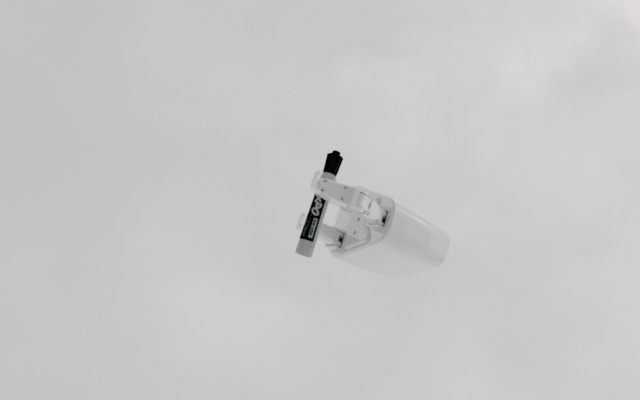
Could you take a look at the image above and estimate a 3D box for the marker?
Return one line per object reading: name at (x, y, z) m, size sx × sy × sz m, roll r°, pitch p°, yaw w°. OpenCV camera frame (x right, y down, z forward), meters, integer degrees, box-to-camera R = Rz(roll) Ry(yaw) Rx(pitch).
marker at (0.000, 0.002, 0.516) m, size 0.020 × 0.121 × 0.020 m, roll 17°, pitch -14°, yaw 4°
